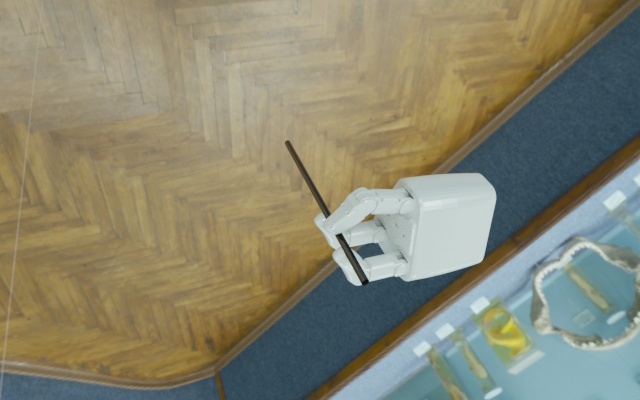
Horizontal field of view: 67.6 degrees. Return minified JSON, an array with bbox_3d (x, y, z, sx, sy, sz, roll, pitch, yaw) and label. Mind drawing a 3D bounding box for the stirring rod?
[{"bbox_3d":[0.000,0.002,0.539,0.011,0.011,0.239,0,40,-28],"label":"stirring rod"}]
